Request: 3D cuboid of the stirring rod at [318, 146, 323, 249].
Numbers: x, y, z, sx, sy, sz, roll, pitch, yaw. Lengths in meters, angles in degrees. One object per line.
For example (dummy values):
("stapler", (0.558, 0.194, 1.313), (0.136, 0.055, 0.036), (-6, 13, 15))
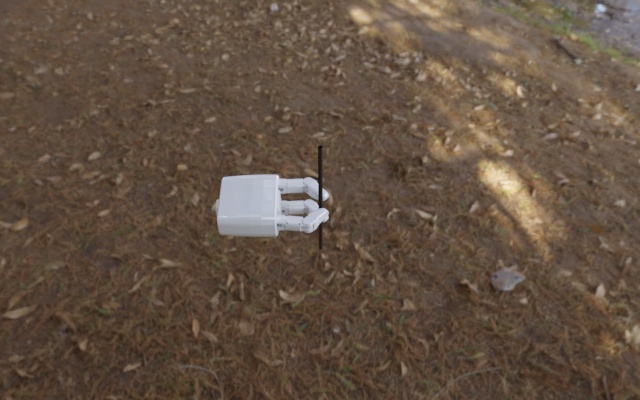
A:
("stirring rod", (0.000, 0.003, 0.868), (0.011, 0.240, 0.011), (0, 41, 0))
